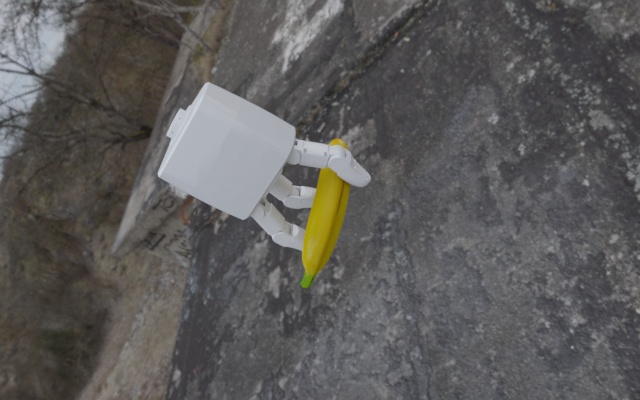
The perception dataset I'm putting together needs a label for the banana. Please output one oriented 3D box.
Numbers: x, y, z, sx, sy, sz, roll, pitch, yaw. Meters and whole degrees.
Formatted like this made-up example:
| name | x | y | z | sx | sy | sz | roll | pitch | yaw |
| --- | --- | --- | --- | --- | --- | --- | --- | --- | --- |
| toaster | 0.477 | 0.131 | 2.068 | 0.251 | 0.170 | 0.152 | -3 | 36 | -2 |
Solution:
| name | x | y | z | sx | sy | sz | roll | pitch | yaw |
| --- | --- | --- | --- | --- | --- | --- | --- | --- | --- |
| banana | 0.007 | 0.000 | 0.556 | 0.037 | 0.197 | 0.070 | 23 | -25 | -17 |
